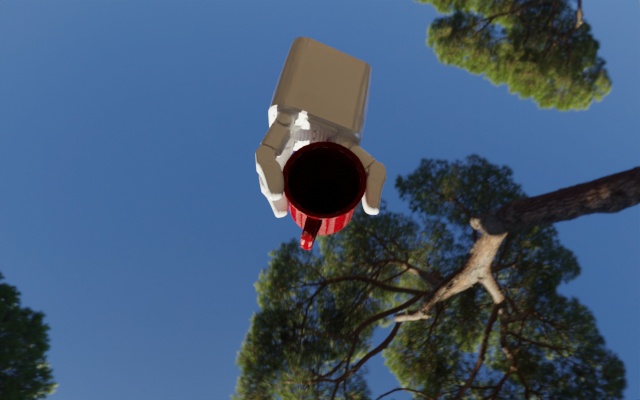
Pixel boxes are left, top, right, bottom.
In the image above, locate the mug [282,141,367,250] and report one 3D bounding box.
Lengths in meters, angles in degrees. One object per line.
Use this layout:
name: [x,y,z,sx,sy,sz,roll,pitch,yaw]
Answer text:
mug: [0.000,0.003,0.552,0.093,0.117,0.081,13,-21,3]
